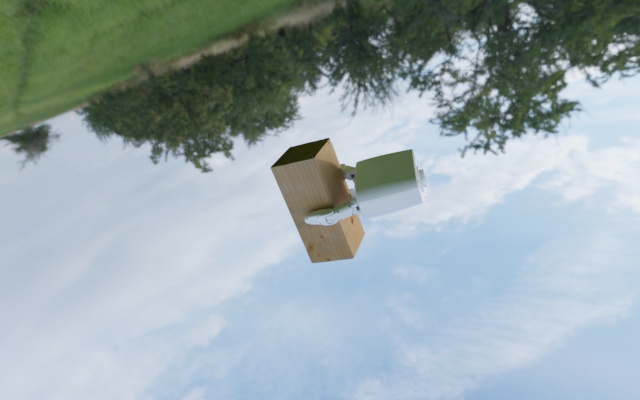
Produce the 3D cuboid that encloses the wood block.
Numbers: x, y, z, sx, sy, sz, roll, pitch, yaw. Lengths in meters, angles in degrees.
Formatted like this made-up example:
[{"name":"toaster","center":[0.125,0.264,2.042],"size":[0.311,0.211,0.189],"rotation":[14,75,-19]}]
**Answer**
[{"name":"wood block","center":[0.000,0.003,0.877],"size":[0.090,0.206,0.090],"rotation":[-10,25,27]}]
